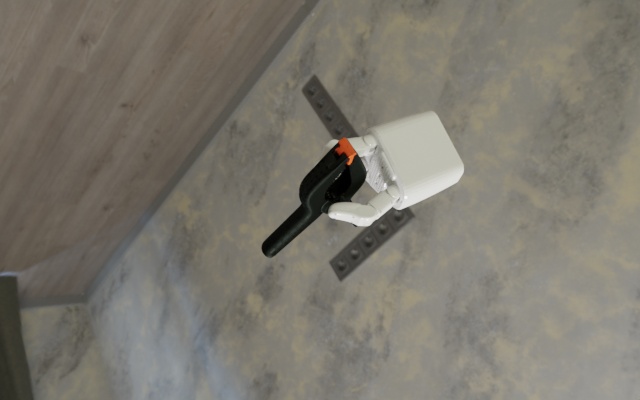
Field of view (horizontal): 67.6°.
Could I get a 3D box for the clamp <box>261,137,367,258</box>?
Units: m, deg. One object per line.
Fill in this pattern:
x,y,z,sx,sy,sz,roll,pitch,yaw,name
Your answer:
0.001,0.002,0.630,0.164,0.036,0.210,-22,-27,-21,clamp
